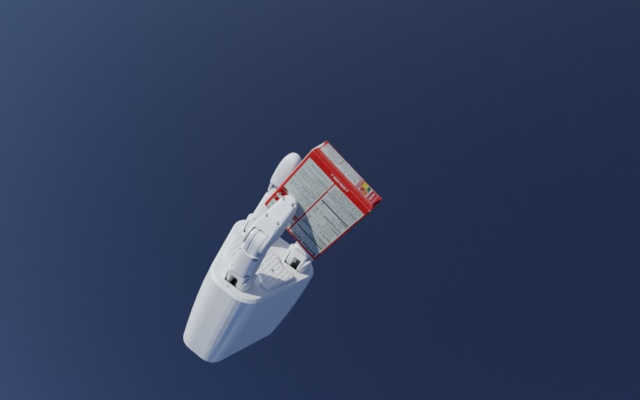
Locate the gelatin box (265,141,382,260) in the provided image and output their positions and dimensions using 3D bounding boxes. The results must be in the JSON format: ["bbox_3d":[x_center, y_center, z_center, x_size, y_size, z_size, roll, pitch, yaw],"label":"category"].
[{"bbox_3d":[0.000,0.001,0.439,0.089,0.073,0.030,-45,-2,38],"label":"gelatin box"}]
